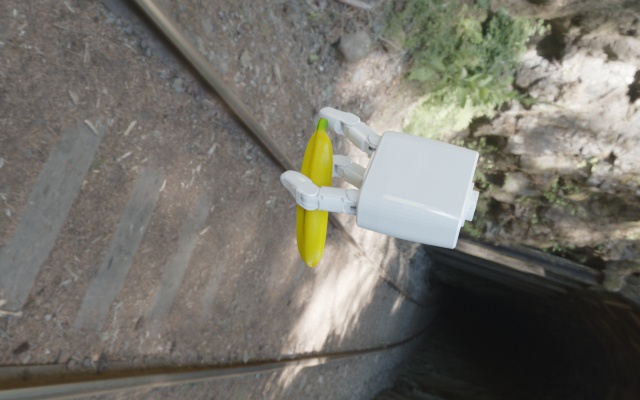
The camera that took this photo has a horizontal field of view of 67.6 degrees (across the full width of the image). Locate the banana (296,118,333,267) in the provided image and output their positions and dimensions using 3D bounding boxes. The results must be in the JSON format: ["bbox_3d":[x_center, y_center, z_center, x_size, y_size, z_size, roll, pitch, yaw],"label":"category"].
[{"bbox_3d":[-0.005,0.004,0.581,0.037,0.198,0.069,12,20,14],"label":"banana"}]
